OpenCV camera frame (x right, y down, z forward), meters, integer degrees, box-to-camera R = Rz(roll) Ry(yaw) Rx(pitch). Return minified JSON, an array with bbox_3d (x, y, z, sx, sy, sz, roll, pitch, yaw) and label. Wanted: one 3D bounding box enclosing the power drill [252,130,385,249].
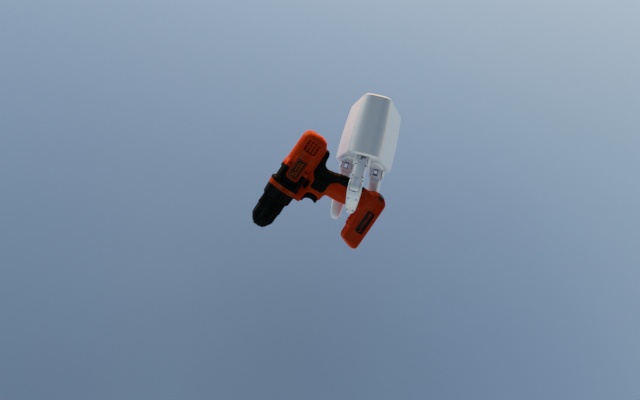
[{"bbox_3d":[0.001,0.003,0.811,0.188,0.184,0.057,33,8,-13],"label":"power drill"}]
